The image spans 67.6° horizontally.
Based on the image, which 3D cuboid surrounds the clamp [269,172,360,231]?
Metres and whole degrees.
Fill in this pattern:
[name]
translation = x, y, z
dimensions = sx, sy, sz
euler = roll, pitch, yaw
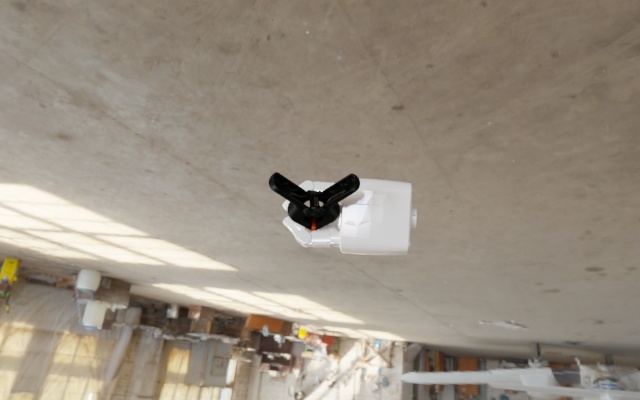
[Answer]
[clamp]
translation = 0.000, 0.003, 0.693
dimensions = 0.120, 0.039, 0.171
euler = 3, -21, 9
